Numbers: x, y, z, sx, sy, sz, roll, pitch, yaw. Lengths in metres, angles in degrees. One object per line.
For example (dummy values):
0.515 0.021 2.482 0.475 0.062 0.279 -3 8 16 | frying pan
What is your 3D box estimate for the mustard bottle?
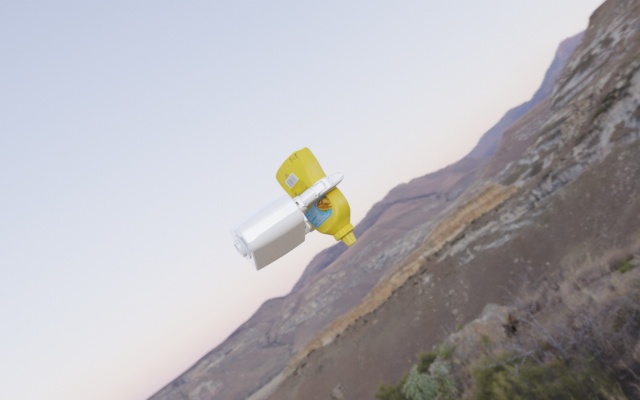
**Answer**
0.000 0.002 0.867 0.058 0.191 0.096 -29 -11 -43 | mustard bottle
